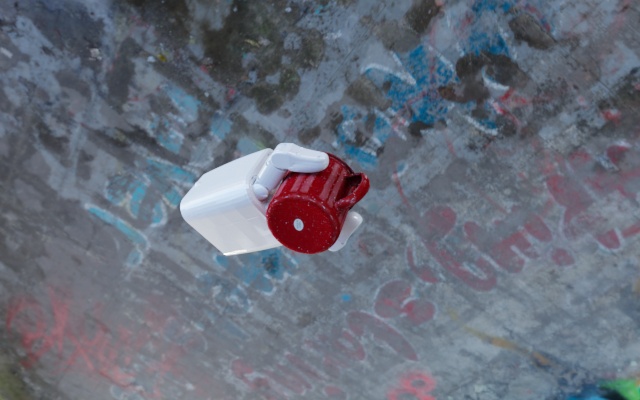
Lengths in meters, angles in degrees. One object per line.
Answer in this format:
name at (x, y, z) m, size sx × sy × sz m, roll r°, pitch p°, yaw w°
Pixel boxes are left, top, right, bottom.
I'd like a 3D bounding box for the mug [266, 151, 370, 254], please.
mug at (0.001, 0.002, 0.522) m, size 0.117 × 0.093 × 0.081 m, roll -16°, pitch 28°, yaw 27°
